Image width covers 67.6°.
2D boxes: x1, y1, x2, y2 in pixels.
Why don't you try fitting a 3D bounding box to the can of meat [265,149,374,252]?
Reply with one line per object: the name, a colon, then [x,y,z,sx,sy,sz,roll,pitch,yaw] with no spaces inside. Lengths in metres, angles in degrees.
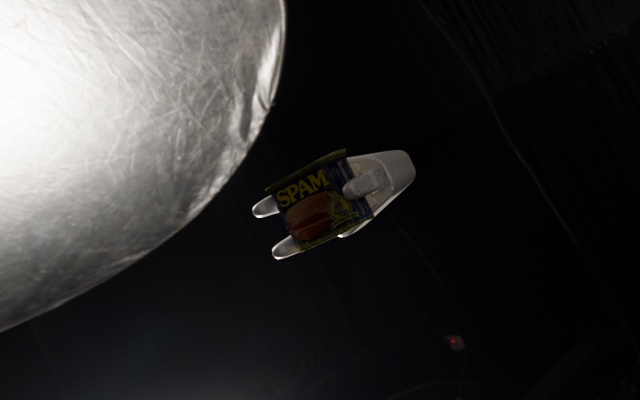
can of meat: [0.000,0.002,0.546,0.102,0.084,0.057,-26,-1,28]
